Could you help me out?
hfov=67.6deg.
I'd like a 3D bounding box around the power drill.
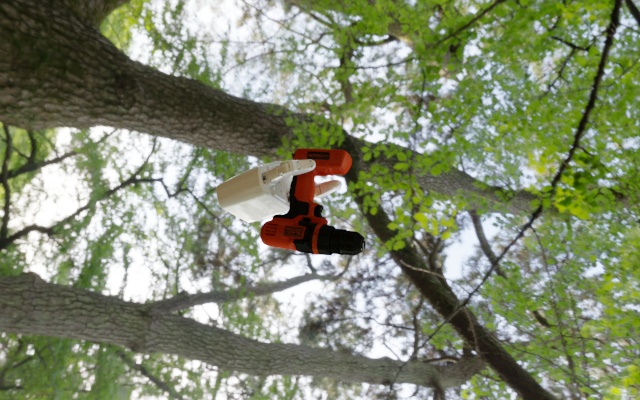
[{"bbox_3d":[0.000,0.002,0.824,0.184,0.187,0.057,6,-25,18],"label":"power drill"}]
